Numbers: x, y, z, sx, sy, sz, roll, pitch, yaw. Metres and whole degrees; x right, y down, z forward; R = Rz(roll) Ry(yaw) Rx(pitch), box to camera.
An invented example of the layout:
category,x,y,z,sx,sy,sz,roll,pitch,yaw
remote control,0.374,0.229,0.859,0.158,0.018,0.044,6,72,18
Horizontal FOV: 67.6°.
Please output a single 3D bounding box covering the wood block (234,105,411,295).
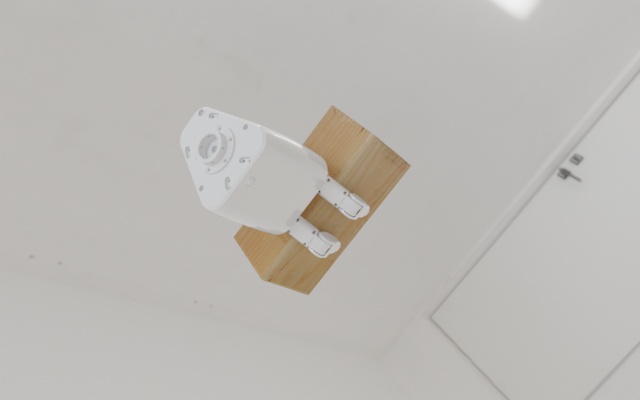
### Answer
category,x,y,z,sx,sy,sz,roll,pitch,yaw
wood block,0.000,0.002,0.588,0.090,0.206,0.090,29,12,-45
